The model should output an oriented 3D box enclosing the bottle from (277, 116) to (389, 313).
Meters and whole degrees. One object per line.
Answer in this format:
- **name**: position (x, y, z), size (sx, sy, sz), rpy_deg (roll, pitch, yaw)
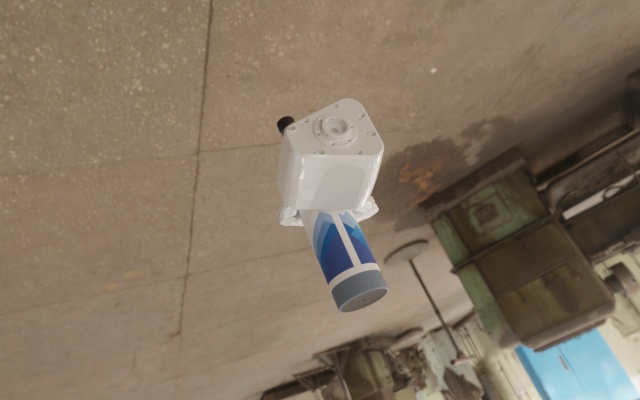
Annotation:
- **bottle**: position (0.000, 0.002, 0.646), size (0.069, 0.295, 0.069), rpy_deg (-18, -28, -10)
